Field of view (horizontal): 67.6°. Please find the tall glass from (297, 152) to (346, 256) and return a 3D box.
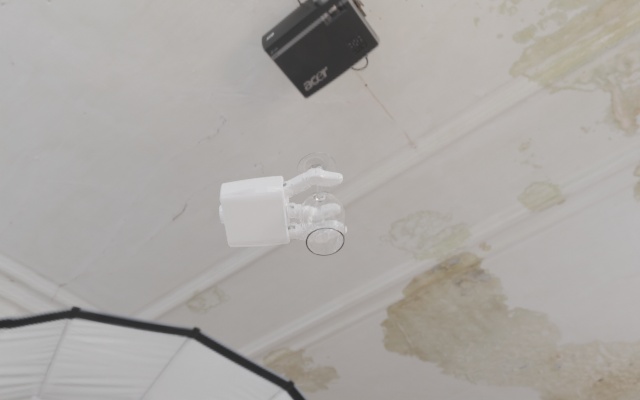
[{"bbox_3d":[0.000,0.002,0.826,0.079,0.079,0.200,0,39,-6],"label":"tall glass"}]
